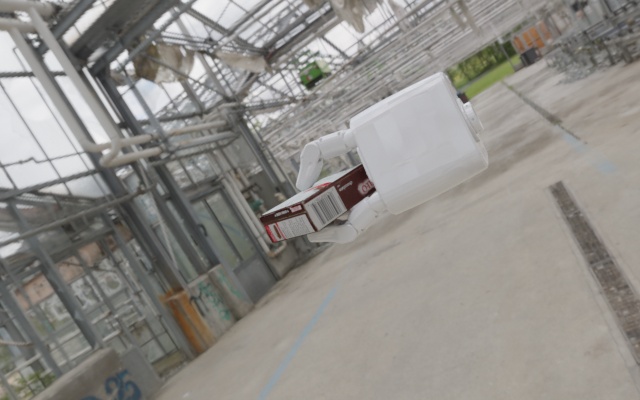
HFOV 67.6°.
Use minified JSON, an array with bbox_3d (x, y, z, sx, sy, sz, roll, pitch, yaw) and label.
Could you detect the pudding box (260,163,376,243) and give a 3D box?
[{"bbox_3d":[0.000,0.002,0.541,0.113,0.039,0.090,-31,7,-38],"label":"pudding box"}]
